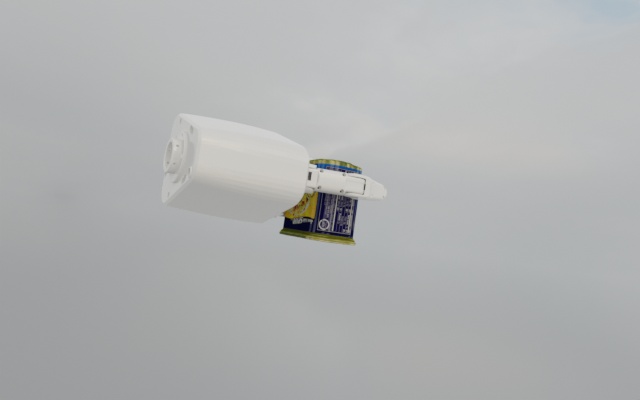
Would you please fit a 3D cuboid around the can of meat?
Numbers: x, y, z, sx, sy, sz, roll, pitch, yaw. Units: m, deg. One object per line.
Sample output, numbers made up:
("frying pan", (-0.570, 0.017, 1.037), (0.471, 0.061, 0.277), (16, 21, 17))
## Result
("can of meat", (0.000, 0.001, 0.525), (0.057, 0.084, 0.102), (10, -4, -27))
